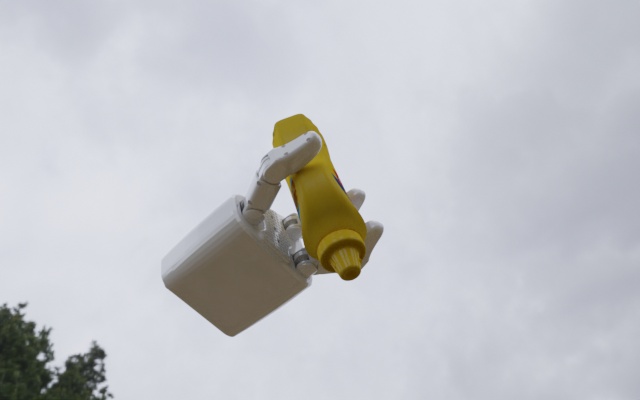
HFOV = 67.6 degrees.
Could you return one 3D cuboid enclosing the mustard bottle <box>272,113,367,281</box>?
[{"bbox_3d":[0.000,0.001,0.458,0.058,0.096,0.191,-19,41,-2],"label":"mustard bottle"}]
